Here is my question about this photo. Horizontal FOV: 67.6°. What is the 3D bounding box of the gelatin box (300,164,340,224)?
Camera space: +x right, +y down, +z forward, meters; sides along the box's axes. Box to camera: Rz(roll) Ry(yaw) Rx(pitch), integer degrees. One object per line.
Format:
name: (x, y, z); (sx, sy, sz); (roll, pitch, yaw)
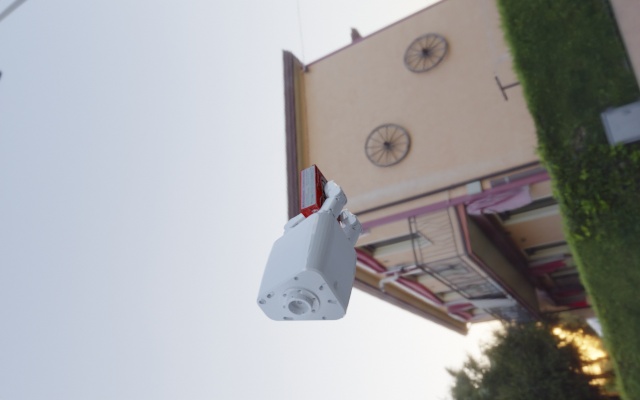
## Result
gelatin box: (0.000, 0.002, 0.708); (0.030, 0.089, 0.073); (-23, -49, 19)
